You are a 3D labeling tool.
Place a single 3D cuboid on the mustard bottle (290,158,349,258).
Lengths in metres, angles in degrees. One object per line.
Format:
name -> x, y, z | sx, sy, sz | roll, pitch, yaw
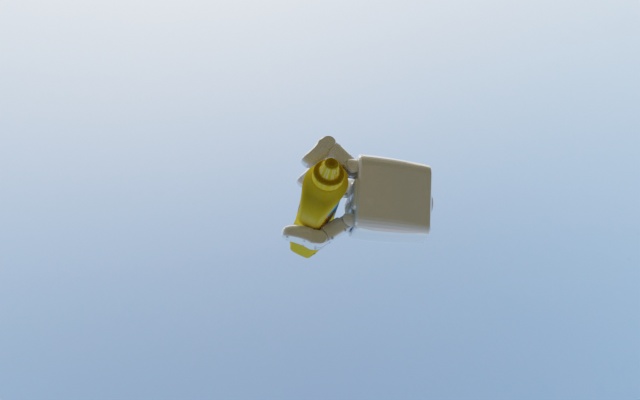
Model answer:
mustard bottle -> 0.000, 0.002, 0.663 | 0.058, 0.096, 0.192 | 27, -30, 6
